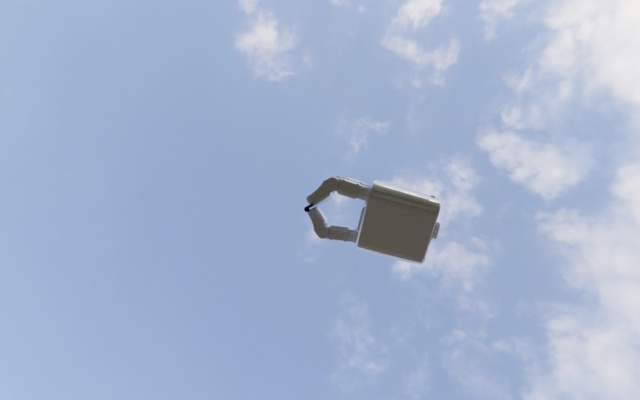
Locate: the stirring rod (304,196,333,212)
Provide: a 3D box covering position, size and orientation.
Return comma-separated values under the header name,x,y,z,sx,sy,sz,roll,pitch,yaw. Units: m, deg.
name,x,y,z,sx,sy,sz,roll,pitch,yaw
stirring rod,0.000,0.003,0.800,0.011,0.011,0.239,0,5,9
